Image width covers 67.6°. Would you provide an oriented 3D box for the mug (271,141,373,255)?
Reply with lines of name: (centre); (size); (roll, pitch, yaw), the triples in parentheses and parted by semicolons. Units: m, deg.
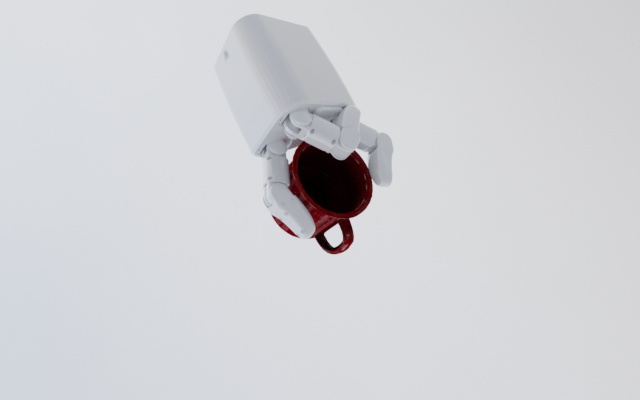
mug: (0.001, 0.003, 0.506); (0.093, 0.117, 0.081); (-16, -15, -36)
